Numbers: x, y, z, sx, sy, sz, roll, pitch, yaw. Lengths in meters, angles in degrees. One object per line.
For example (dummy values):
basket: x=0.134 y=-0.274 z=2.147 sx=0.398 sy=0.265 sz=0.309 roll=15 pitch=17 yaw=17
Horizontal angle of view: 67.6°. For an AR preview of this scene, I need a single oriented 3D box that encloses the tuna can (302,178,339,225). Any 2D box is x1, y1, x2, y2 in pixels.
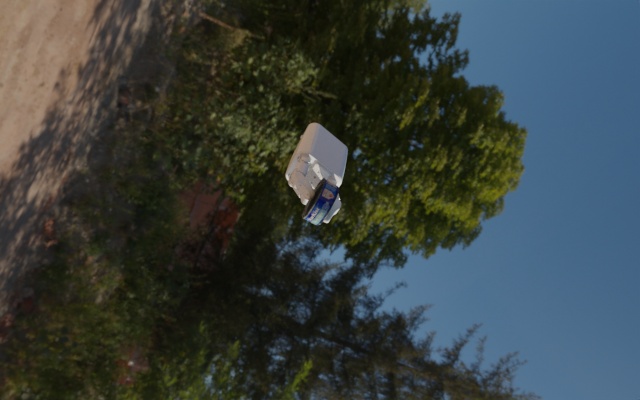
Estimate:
tuna can: x=0.001 y=0.003 z=0.898 sx=0.034 sy=0.086 sz=0.086 roll=28 pitch=-5 yaw=-10
